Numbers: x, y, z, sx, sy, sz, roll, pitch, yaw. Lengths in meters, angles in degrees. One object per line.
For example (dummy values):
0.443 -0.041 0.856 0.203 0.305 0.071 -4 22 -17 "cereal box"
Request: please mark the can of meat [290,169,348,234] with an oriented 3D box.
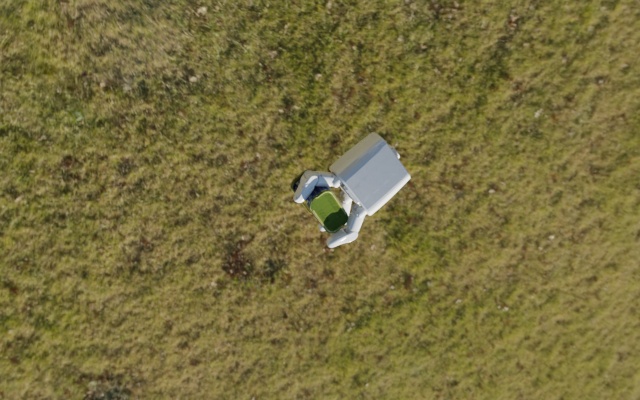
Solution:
0.000 0.003 0.890 0.057 0.102 0.084 -39 39 -3 "can of meat"
